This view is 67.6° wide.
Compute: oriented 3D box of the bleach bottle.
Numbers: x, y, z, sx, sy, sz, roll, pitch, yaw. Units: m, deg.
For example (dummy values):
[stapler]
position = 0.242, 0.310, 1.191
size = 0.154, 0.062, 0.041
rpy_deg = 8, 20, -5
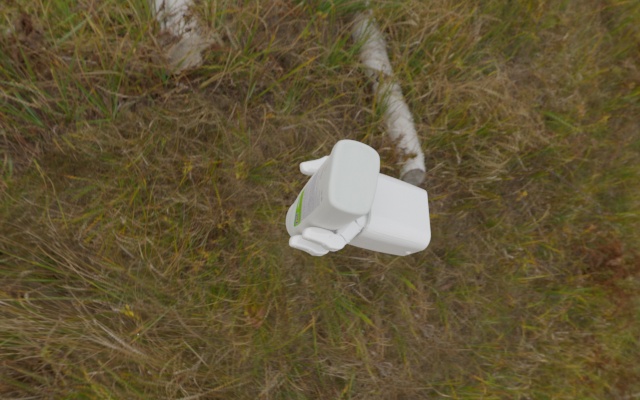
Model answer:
[bleach bottle]
position = 0.000, 0.002, 0.714
size = 0.068, 0.102, 0.251
rpy_deg = 17, -20, -16
